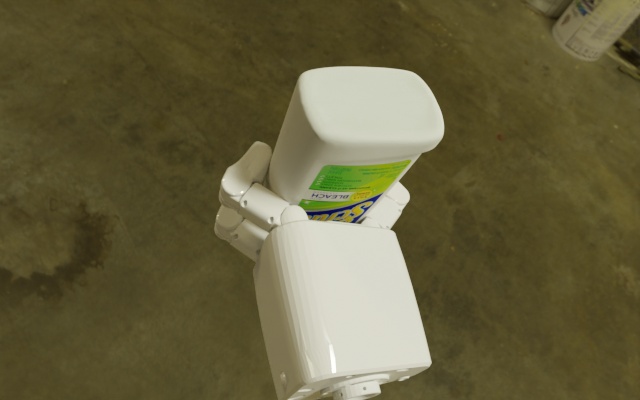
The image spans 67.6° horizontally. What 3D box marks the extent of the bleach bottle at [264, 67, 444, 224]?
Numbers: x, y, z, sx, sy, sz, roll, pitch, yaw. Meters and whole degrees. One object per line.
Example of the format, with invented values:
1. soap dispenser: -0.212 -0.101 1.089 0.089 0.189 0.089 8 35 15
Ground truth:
1. bleach bottle: 0.000 0.001 0.406 0.102 0.068 0.251 -4 -30 -20
